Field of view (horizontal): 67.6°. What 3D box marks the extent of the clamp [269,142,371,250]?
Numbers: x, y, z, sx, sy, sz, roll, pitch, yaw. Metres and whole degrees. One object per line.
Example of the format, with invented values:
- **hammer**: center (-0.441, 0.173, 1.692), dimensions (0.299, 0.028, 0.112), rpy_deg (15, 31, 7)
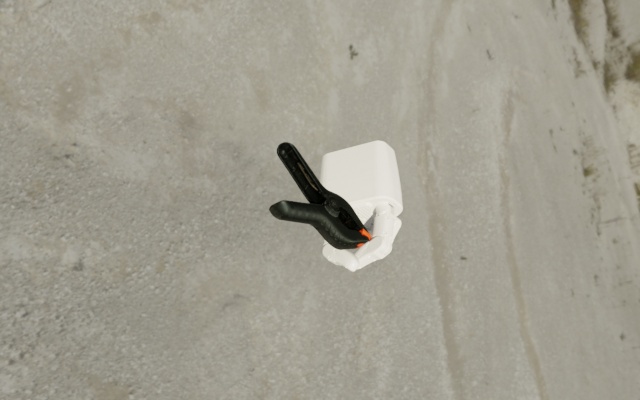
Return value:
- **clamp**: center (0.001, 0.002, 0.603), dimensions (0.039, 0.120, 0.171), rpy_deg (-25, -42, 31)
